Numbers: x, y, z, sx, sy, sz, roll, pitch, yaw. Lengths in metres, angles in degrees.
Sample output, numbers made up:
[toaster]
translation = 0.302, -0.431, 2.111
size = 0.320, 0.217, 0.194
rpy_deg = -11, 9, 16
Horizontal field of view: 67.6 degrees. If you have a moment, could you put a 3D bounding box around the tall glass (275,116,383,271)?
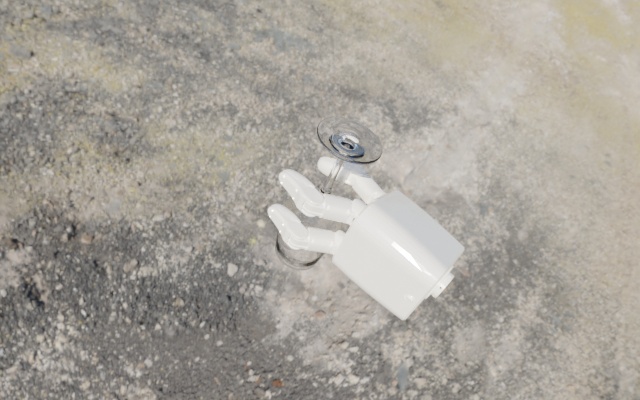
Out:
[tall glass]
translation = 0.000, 0.001, 0.570
size = 0.079, 0.079, 0.201
rpy_deg = 0, -42, -25
